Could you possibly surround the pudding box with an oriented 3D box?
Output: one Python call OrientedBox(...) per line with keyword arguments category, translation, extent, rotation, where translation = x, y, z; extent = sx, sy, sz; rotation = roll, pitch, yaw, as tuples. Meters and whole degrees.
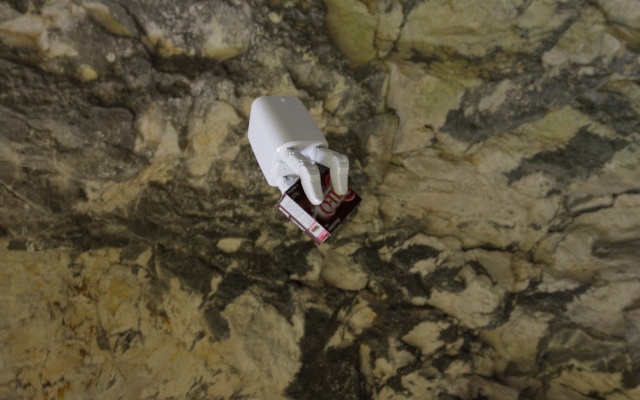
OrientedBox(category="pudding box", translation=(0.000, 0.002, 0.718), extent=(0.113, 0.090, 0.039), rotation=(-45, -6, -47))
